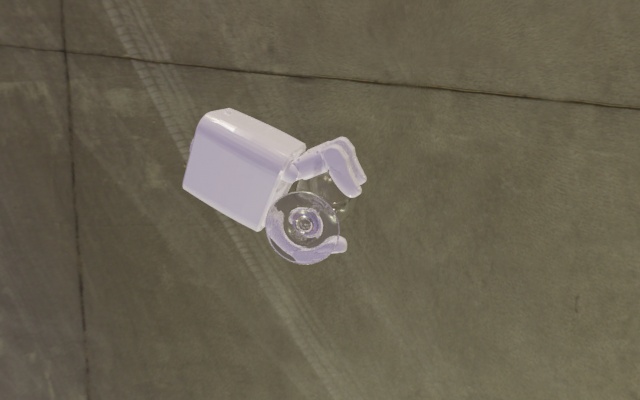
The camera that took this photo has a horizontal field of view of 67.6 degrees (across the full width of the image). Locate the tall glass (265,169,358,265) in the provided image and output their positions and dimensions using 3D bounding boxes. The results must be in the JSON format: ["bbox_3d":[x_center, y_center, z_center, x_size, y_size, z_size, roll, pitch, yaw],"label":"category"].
[{"bbox_3d":[0.000,0.002,0.554,0.079,0.079,0.201,0,15,11],"label":"tall glass"}]
